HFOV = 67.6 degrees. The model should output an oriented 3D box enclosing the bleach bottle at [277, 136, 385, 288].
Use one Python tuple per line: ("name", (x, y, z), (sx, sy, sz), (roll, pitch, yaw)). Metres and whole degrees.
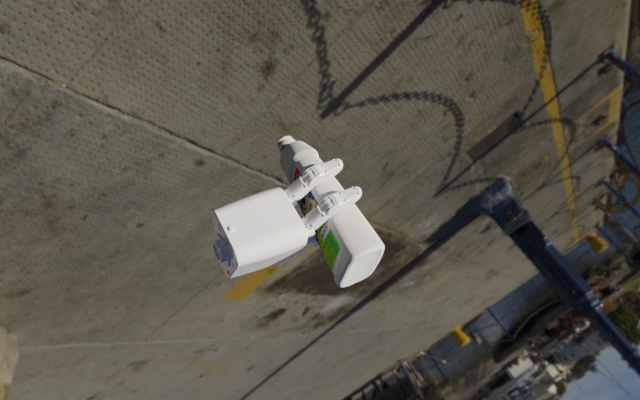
("bleach bottle", (0.000, 0.002, 0.734), (0.068, 0.250, 0.103), (-19, -31, -25))
